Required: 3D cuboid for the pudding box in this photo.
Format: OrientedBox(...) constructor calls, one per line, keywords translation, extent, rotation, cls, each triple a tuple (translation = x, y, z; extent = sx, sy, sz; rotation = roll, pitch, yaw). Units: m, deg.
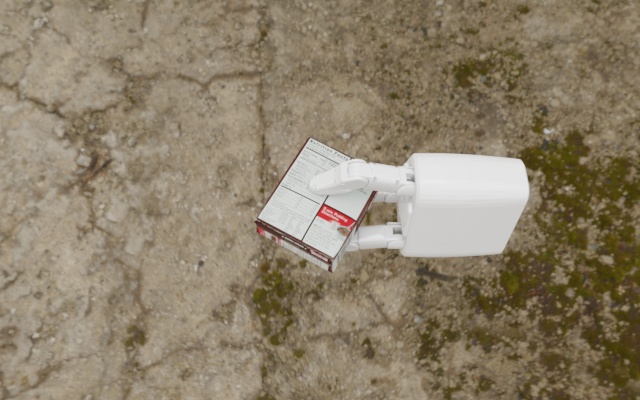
OrientedBox(translation=(0.000, 0.002, 0.483), extent=(0.090, 0.113, 0.039), rotation=(27, -25, 10), cls="pudding box")
